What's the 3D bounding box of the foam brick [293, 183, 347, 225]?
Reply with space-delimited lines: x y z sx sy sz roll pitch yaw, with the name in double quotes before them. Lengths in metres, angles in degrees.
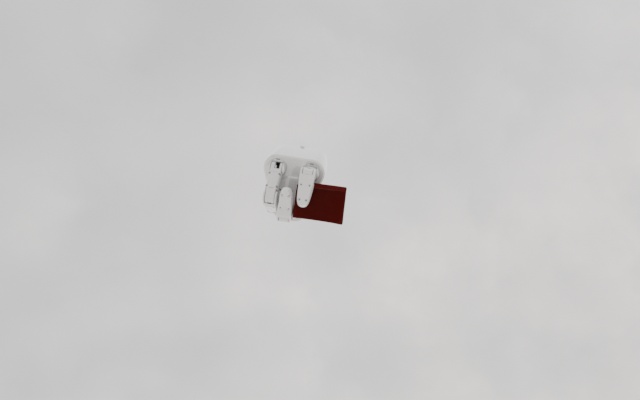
"foam brick" 0.000 0.003 0.741 0.078 0.053 0.051 9 10 3
